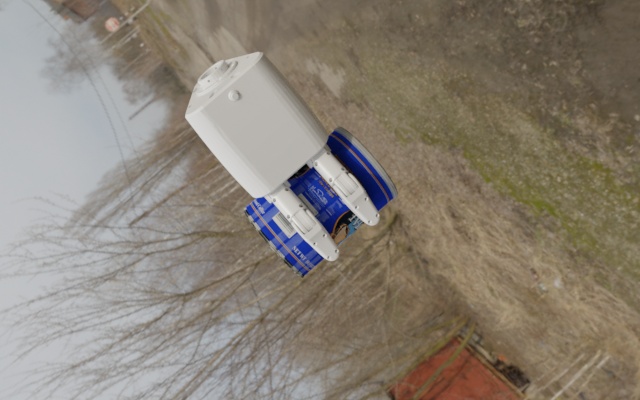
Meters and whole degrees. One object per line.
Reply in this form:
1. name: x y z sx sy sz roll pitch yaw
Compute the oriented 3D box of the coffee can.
1. coffee can: 0.000 0.002 0.534 0.140 0.103 0.103 -41 2 -2
